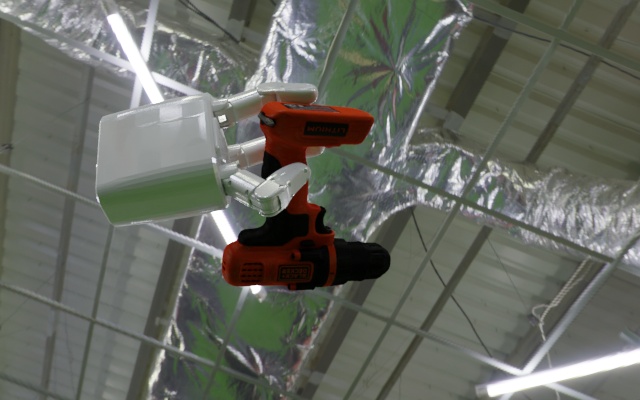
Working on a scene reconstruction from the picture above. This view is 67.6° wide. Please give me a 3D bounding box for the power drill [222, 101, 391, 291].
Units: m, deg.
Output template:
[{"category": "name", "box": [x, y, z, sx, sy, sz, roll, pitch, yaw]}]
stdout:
[{"category": "power drill", "box": [0.000, 0.001, 0.478, 0.184, 0.188, 0.057, 1, 18, -23]}]
